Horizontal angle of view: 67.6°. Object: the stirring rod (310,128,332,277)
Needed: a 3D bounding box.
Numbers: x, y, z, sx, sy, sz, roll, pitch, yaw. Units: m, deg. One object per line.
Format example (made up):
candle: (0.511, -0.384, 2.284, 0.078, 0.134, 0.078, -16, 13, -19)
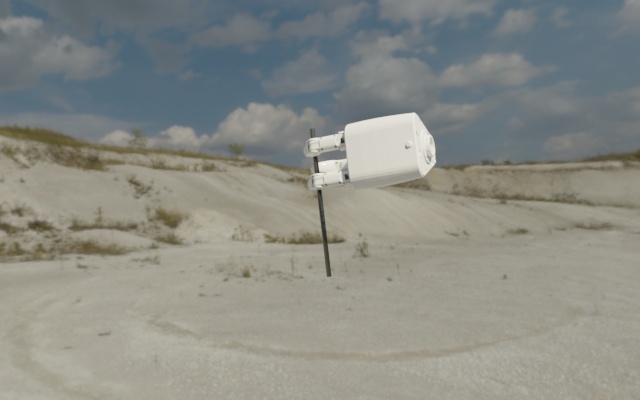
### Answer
stirring rod: (0.000, 0.003, 0.771, 0.011, 0.239, 0.011, -7, -4, 0)
